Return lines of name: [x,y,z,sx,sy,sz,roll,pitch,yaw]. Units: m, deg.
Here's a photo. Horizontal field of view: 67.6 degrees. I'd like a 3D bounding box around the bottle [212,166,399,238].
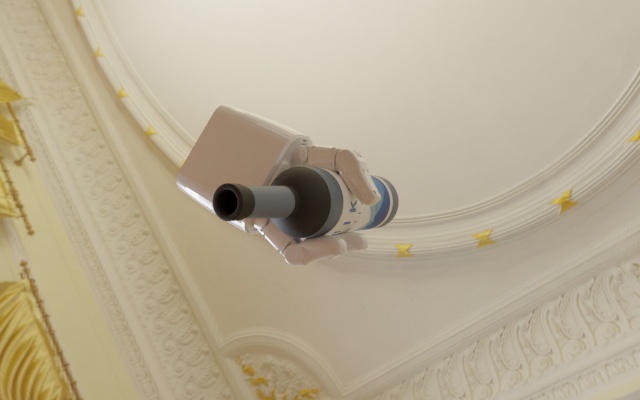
bottle: [0.000,0.002,0.471,0.069,0.069,0.296,0,0,27]
